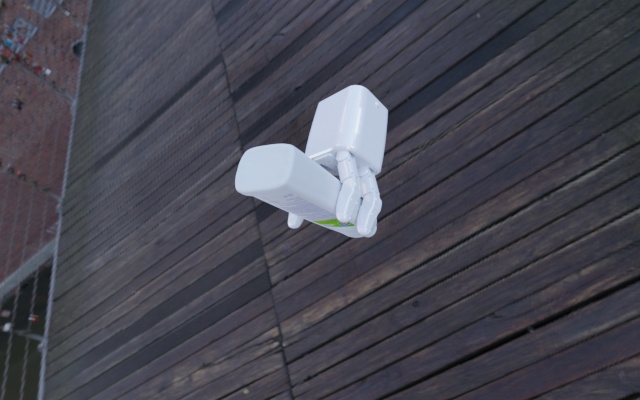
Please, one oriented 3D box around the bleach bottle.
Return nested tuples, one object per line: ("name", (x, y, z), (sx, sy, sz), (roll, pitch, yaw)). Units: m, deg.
("bleach bottle", (0.000, 0.002, 0.696), (0.102, 0.068, 0.251), (-3, -23, 38))
